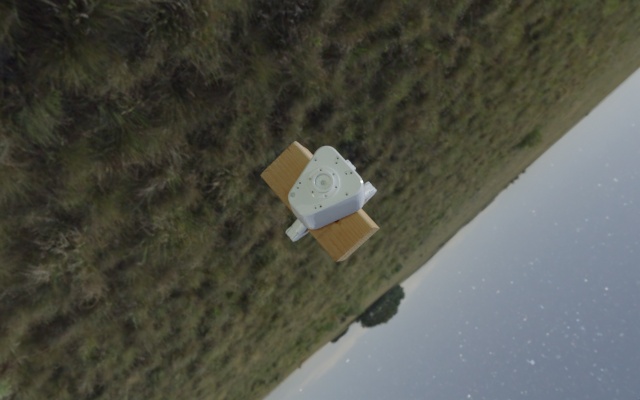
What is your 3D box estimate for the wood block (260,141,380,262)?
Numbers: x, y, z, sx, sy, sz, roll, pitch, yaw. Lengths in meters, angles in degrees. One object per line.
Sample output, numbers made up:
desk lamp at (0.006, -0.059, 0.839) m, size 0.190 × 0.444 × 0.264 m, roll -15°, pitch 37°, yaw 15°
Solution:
wood block at (0.000, 0.003, 0.864) m, size 0.091 × 0.206 × 0.090 m, roll -43°, pitch -12°, yaw 7°
